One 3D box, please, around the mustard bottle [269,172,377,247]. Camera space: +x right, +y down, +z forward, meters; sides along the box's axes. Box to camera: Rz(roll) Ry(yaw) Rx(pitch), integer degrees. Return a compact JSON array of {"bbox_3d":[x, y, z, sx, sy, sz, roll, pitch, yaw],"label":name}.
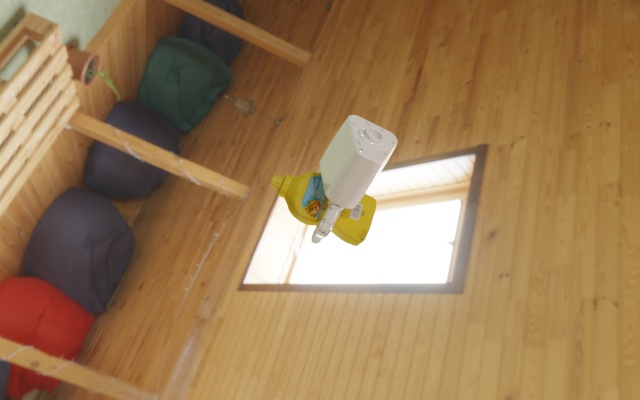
[{"bbox_3d":[0.000,0.003,0.845,0.191,0.096,0.058,24,-26,-9],"label":"mustard bottle"}]
